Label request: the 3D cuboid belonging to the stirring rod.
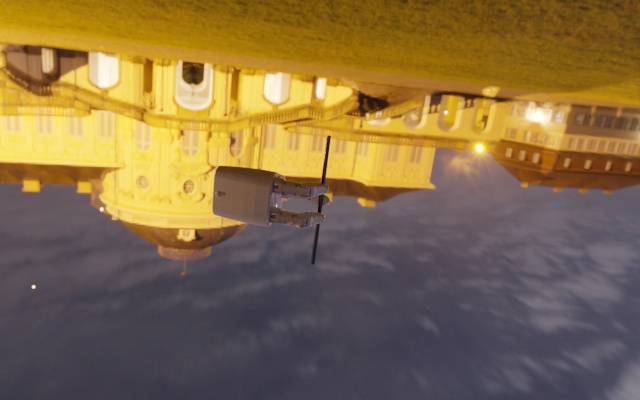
[{"bbox_3d":[0.000,0.003,0.858,0.011,0.239,0.011,7,16,-2],"label":"stirring rod"}]
